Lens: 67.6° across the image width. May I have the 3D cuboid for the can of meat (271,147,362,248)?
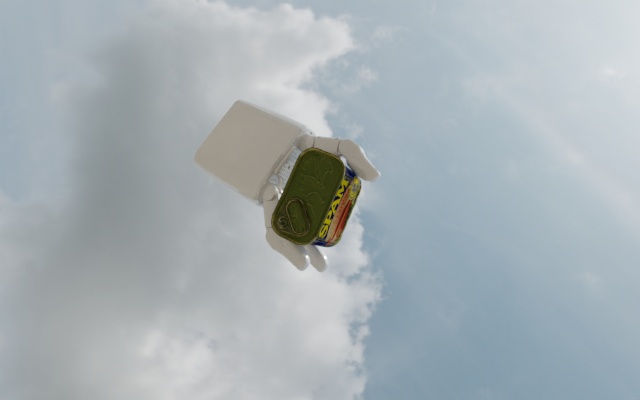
[{"bbox_3d":[0.000,0.002,0.536,0.057,0.102,0.084,23,-1,22],"label":"can of meat"}]
